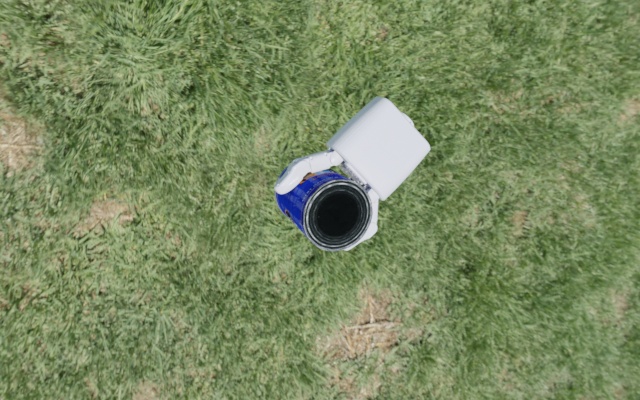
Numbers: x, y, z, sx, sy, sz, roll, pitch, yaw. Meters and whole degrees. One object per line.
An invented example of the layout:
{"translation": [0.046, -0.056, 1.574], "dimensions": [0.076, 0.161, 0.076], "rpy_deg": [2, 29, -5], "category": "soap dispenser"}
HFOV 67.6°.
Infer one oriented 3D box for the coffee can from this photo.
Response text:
{"translation": [0.000, 0.002, 0.705], "dimensions": [0.103, 0.103, 0.140], "rpy_deg": [0, 16, -22], "category": "coffee can"}
